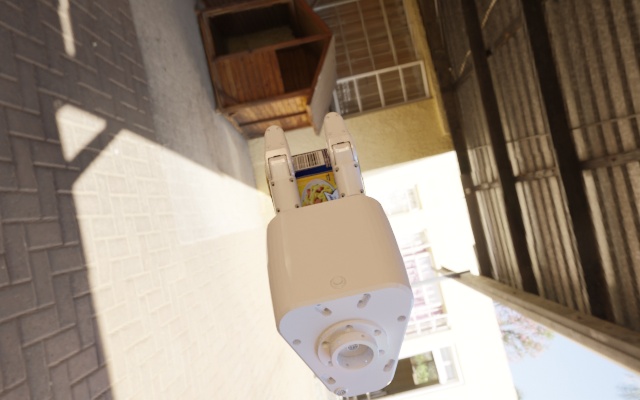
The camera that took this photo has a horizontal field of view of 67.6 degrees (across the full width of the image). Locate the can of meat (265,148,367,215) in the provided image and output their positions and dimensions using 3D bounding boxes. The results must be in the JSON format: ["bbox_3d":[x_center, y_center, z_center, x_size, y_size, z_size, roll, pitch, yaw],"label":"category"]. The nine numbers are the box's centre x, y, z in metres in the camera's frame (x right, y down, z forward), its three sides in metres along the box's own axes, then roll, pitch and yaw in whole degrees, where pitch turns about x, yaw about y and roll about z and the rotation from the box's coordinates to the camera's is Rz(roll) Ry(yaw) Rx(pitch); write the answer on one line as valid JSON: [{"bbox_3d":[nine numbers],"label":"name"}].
[{"bbox_3d":[0.000,0.001,0.452,0.084,0.102,0.057,-13,29,0],"label":"can of meat"}]
